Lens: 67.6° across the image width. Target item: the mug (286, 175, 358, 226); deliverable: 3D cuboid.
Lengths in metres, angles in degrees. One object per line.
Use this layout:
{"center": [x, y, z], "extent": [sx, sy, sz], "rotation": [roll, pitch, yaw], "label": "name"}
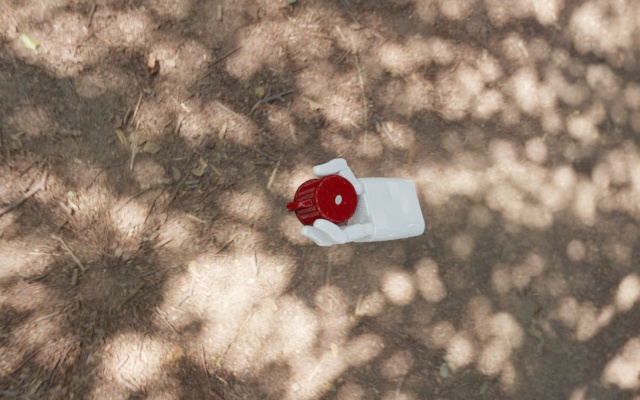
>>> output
{"center": [-0.001, 0.003, 0.807], "extent": [0.117, 0.093, 0.081], "rotation": [-4, -5, -25], "label": "mug"}
